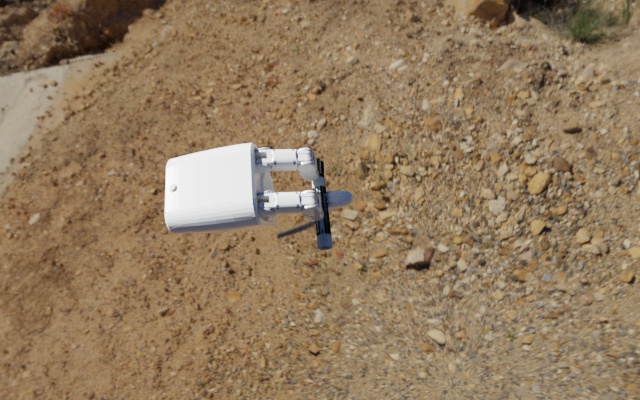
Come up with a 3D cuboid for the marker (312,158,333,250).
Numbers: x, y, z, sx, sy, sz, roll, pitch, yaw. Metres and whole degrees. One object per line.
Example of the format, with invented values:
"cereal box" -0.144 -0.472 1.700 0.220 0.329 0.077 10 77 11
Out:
"marker" 0.000 0.002 0.599 0.020 0.121 0.020 -5 -22 -2
